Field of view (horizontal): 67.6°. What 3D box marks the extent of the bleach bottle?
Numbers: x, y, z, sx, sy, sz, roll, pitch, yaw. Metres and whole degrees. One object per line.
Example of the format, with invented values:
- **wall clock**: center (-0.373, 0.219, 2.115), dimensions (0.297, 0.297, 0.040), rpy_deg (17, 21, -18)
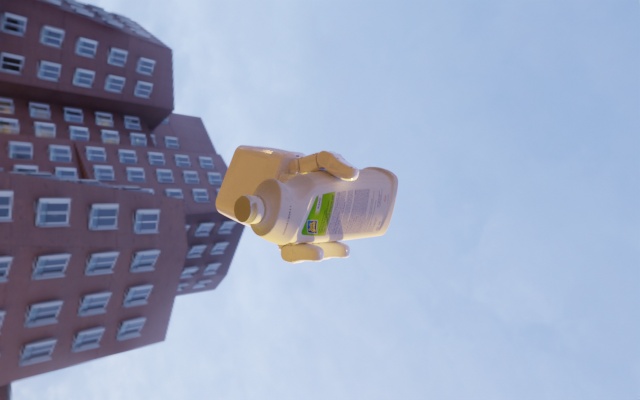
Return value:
- **bleach bottle**: center (0.000, 0.002, 0.602), dimensions (0.068, 0.102, 0.251), rpy_deg (17, 11, 40)
